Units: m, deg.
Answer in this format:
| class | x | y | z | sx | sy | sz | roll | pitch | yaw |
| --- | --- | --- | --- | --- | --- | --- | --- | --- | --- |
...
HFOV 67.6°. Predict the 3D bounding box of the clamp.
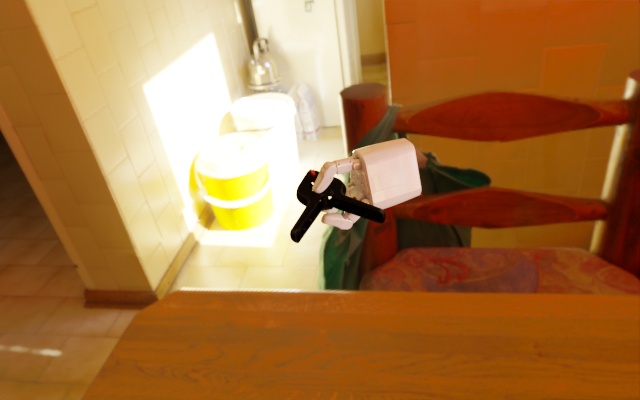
| class | x | y | z | sx | sy | sz | roll | pitch | yaw |
| --- | --- | --- | --- | --- | --- | --- | --- | --- | --- |
| clamp | 0.000 | 0.002 | 0.862 | 0.164 | 0.036 | 0.210 | -16 | 33 | -15 |
